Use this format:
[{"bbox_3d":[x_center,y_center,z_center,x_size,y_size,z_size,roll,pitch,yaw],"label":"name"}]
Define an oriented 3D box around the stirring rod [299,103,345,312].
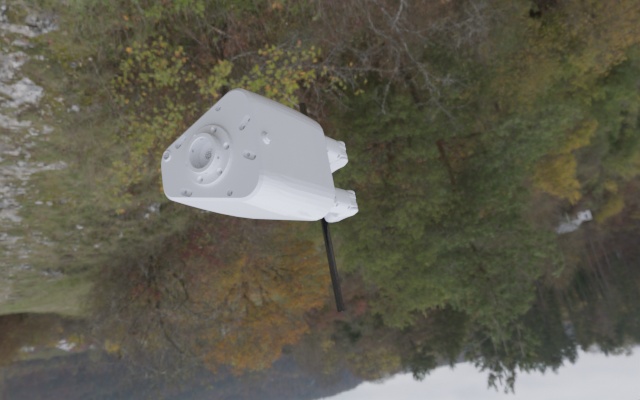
[{"bbox_3d":[0.000,0.002,0.528,0.011,0.239,0.011,-10,-15,-3],"label":"stirring rod"}]
